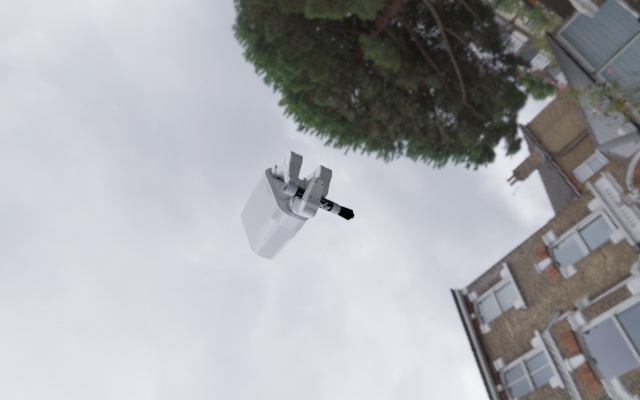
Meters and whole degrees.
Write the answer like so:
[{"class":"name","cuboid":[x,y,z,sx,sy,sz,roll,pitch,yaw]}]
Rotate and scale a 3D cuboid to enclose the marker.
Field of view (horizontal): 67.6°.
[{"class":"marker","cuboid":[0.000,0.002,0.725,0.121,0.020,0.020,24,-10,-22]}]
